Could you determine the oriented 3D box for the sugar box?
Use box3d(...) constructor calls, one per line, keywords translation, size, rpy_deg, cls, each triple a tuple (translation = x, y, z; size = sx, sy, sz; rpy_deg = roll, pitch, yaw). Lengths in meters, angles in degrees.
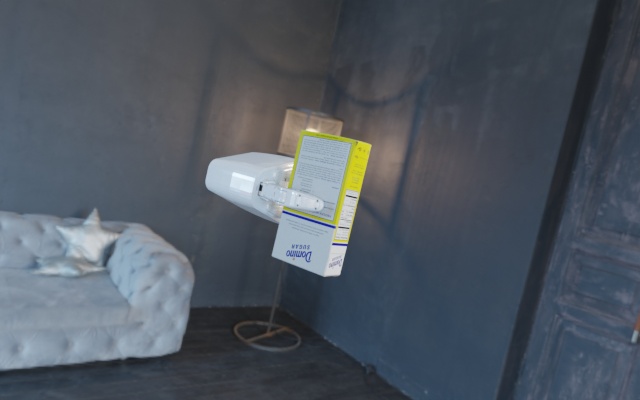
box3d(translation=(0.000, 0.002, 0.628), size=(0.093, 0.176, 0.048), rpy_deg=(16, 6, 36), cls="sugar box")
